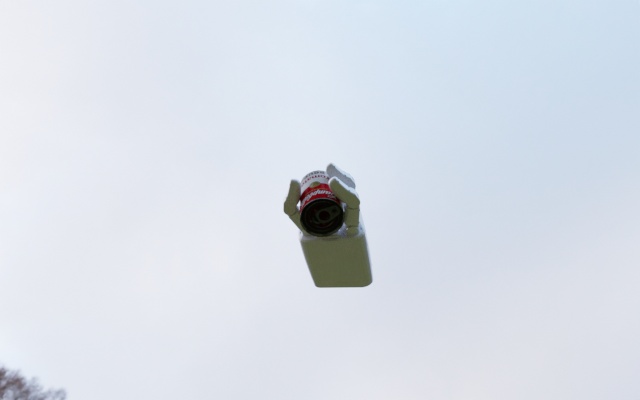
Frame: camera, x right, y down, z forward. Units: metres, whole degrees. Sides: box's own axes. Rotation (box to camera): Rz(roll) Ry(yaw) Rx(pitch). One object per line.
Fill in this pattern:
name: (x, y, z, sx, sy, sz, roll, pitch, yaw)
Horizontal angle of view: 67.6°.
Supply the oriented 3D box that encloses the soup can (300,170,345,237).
soup can: (0.000, 0.002, 0.760, 0.068, 0.068, 0.102, 0, 29, -4)
